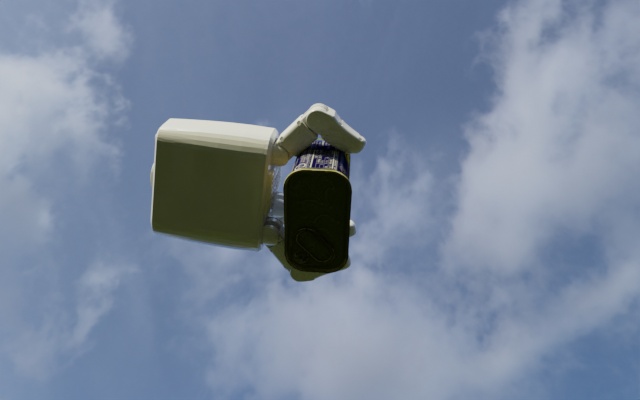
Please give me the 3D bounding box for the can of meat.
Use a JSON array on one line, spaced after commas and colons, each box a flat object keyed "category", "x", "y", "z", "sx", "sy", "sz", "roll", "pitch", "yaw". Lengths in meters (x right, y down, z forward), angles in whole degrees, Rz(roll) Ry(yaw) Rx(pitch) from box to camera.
[{"category": "can of meat", "x": 0.000, "y": 0.001, "z": 0.445, "sx": 0.057, "sy": 0.102, "sz": 0.084, "roll": 3, "pitch": 28, "yaw": 4}]
